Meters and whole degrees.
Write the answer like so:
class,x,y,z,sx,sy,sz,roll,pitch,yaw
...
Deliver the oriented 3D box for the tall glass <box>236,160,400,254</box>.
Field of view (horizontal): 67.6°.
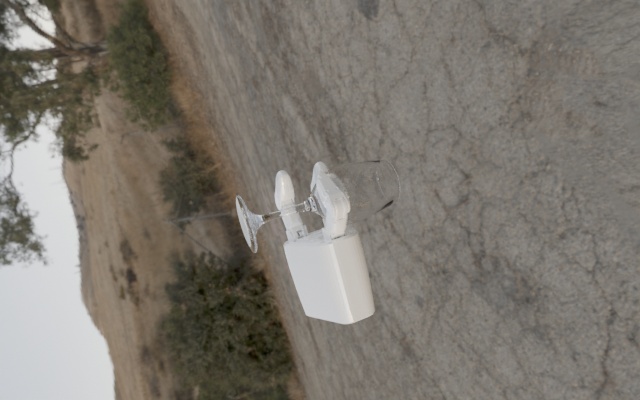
class,x,y,z,sx,sy,sz,roll,pitch,yaw
tall glass,-0.001,0.002,0.607,0.201,0.079,0.079,-17,5,-18
